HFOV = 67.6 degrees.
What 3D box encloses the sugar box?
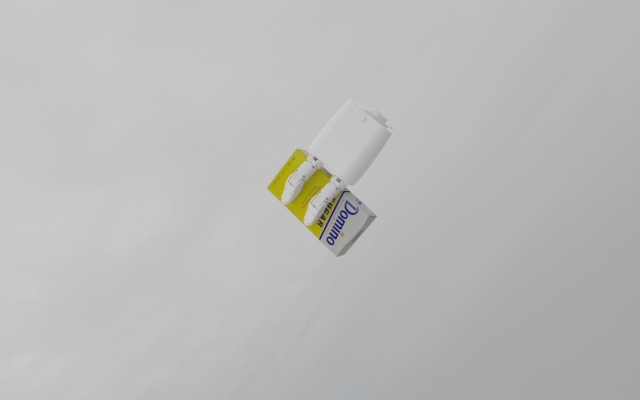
[{"bbox_3d":[0.000,0.002,0.814,0.176,0.093,0.048,43,16,19],"label":"sugar box"}]
